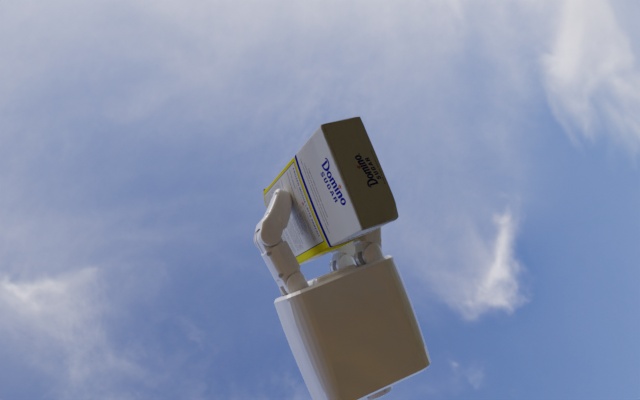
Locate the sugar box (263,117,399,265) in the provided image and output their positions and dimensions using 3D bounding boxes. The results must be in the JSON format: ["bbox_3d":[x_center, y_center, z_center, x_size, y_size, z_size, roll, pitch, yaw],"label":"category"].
[{"bbox_3d":[0.001,0.002,0.452,0.048,0.093,0.176,-17,-9,-29],"label":"sugar box"}]
